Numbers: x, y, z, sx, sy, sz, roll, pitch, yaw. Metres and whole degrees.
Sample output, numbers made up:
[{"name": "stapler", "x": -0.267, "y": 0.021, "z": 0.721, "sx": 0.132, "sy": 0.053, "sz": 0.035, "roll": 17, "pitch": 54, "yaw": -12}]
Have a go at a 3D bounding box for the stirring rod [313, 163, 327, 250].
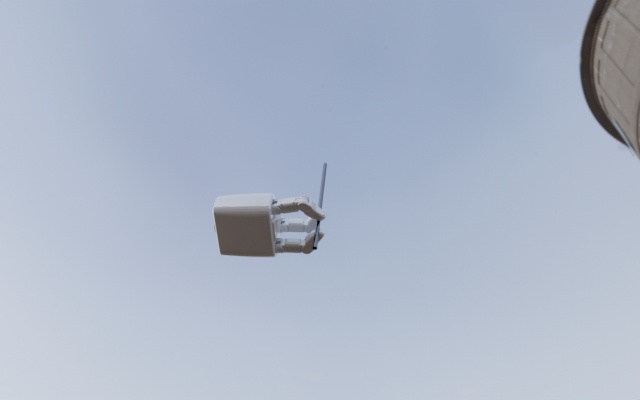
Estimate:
[{"name": "stirring rod", "x": 0.000, "y": 0.003, "z": 0.894, "sx": 0.011, "sy": 0.011, "sz": 0.239, "roll": 0, "pitch": 40, "yaw": 6}]
